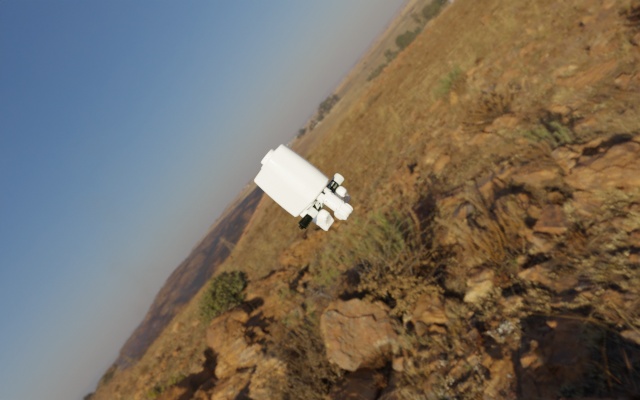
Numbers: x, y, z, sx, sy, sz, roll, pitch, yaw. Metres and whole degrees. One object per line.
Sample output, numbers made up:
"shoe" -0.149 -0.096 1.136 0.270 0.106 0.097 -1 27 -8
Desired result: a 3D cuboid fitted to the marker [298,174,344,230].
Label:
"marker" 0.000 0.003 0.853 0.020 0.121 0.020 35 -15 11
